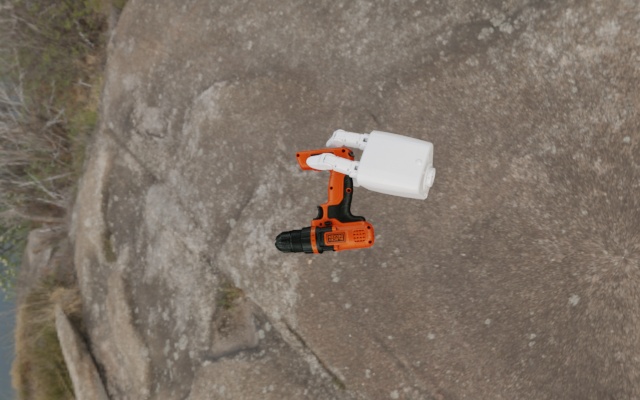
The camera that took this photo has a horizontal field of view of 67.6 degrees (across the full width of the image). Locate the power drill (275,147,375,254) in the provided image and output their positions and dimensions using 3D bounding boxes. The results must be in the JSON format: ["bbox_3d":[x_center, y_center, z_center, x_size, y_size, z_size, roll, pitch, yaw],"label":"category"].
[{"bbox_3d":[0.000,0.002,0.872,0.184,0.187,0.057,-6,-1,9],"label":"power drill"}]
